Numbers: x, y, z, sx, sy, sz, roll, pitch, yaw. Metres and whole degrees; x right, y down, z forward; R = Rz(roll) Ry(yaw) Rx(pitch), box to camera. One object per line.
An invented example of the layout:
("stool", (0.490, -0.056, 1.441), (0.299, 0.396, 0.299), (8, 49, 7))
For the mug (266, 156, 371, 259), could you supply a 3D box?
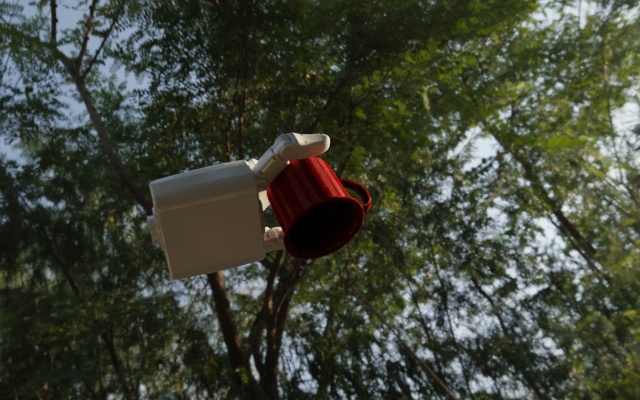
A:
("mug", (0.001, 0.001, 0.536), (0.117, 0.093, 0.081), (-14, 48, -19))
